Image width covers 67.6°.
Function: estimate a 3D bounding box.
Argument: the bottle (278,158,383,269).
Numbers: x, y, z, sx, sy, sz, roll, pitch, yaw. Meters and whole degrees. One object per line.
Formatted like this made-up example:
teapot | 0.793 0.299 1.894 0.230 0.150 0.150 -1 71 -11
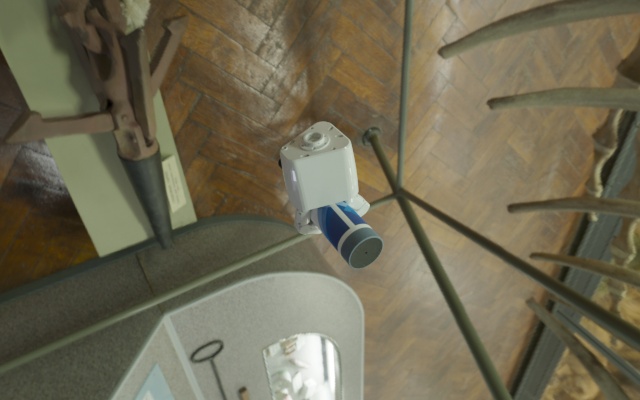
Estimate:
bottle | 0.000 0.003 0.852 0.069 0.069 0.295 0 33 -36
